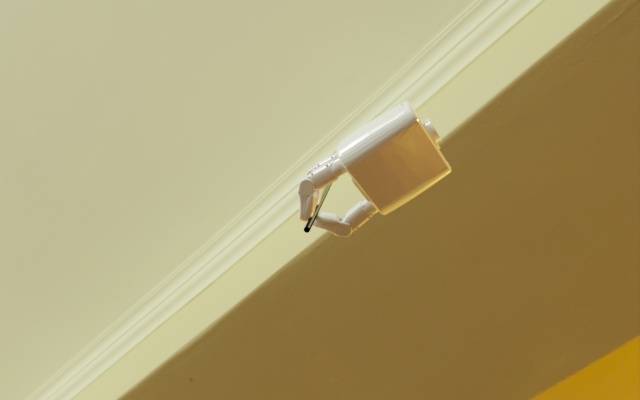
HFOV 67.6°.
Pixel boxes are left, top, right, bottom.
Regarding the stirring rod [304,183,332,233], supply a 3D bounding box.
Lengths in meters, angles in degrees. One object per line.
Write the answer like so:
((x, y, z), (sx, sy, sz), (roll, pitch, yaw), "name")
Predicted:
((0.000, 0.002, 0.700), (0.011, 0.011, 0.239), (0, 16, 8), "stirring rod")
